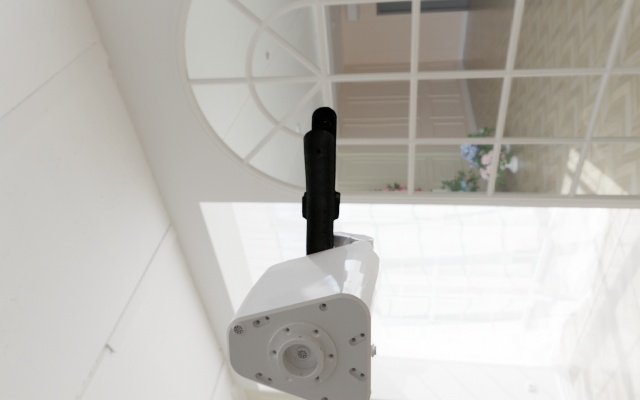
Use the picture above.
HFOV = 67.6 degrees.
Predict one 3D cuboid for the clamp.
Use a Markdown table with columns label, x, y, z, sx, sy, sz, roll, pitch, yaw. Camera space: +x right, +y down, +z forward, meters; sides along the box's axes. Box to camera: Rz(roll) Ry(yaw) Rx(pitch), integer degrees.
| label | x | y | z | sx | sy | sz | roll | pitch | yaw |
| --- | --- | --- | --- | --- | --- | --- | --- | --- | --- |
| clamp | -0.001 | 0.002 | 0.438 | 0.039 | 0.171 | 0.120 | 1 | 12 | 9 |
